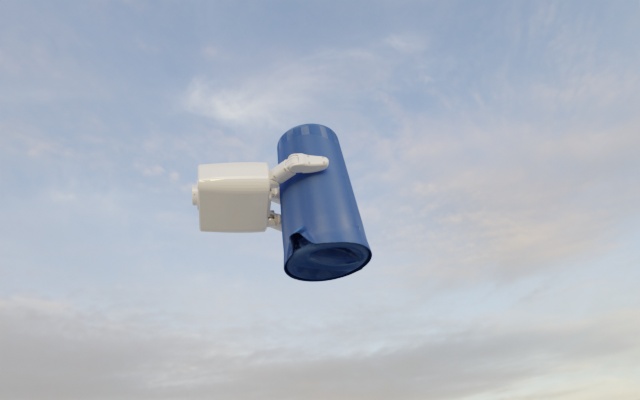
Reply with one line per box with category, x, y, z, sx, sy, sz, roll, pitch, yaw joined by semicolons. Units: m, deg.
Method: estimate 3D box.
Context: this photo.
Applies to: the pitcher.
pitcher;0.000;0.003;0.775;0.145;0.242;0.149;-2;-33;-12
